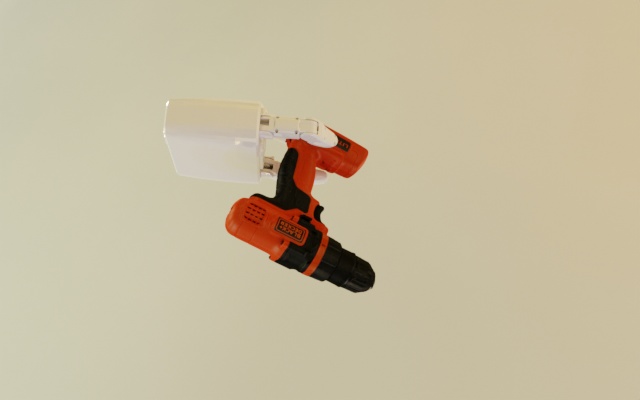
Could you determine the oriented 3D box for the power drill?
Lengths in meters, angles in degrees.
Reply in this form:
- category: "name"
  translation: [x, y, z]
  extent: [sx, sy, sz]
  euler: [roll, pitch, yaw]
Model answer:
- category: "power drill"
  translation: [0.000, 0.001, 0.575]
  extent: [0.184, 0.187, 0.057]
  euler: [29, -37, -12]
